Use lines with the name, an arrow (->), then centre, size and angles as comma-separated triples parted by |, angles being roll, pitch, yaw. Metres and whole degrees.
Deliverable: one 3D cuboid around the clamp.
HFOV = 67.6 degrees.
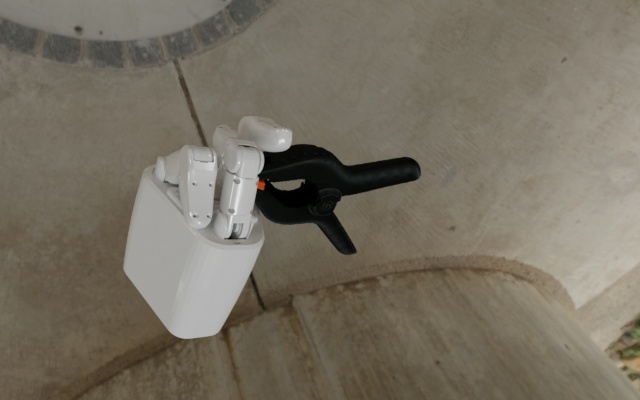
clamp -> 0.000, 0.002, 0.429 | 0.171, 0.120, 0.039 | 8, 31, -31
